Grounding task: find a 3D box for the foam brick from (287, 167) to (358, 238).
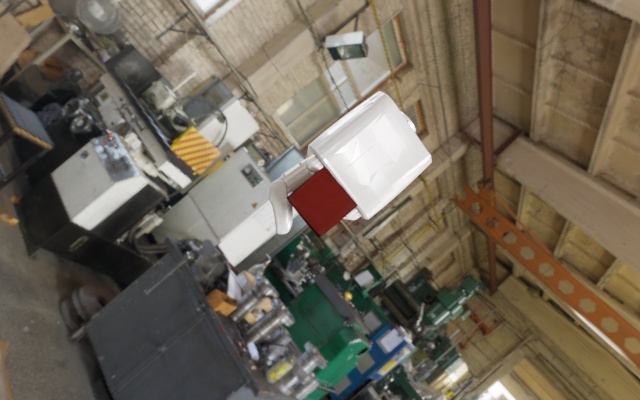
[{"bbox_3d":[0.000,0.002,0.506,0.051,0.053,0.078,-39,1,-2],"label":"foam brick"}]
